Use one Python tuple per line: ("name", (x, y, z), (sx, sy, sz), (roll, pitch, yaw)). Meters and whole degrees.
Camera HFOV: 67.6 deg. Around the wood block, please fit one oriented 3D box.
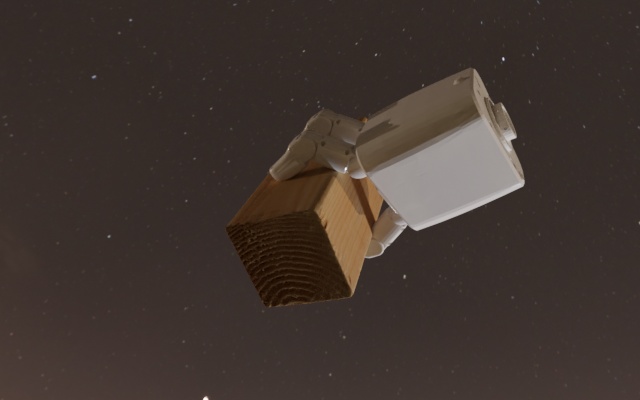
("wood block", (0.001, 0.002, 0.483), (0.090, 0.091, 0.206), (-12, 25, 24))
